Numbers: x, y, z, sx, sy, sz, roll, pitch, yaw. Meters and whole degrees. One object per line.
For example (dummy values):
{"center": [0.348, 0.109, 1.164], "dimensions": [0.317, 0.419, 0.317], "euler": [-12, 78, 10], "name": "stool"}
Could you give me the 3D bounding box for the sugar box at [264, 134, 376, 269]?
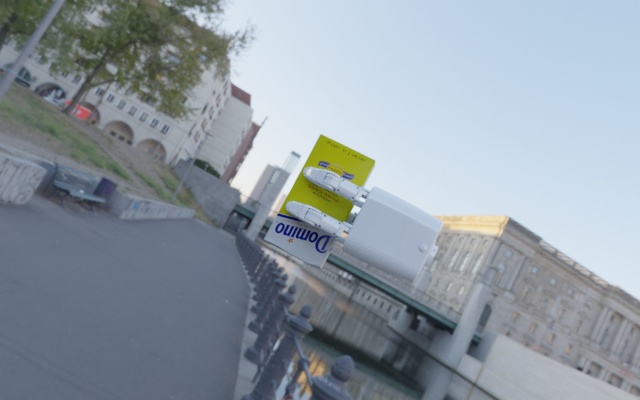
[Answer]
{"center": [0.000, 0.002, 0.697], "dimensions": [0.093, 0.176, 0.048], "euler": [26, -7, 8], "name": "sugar box"}
